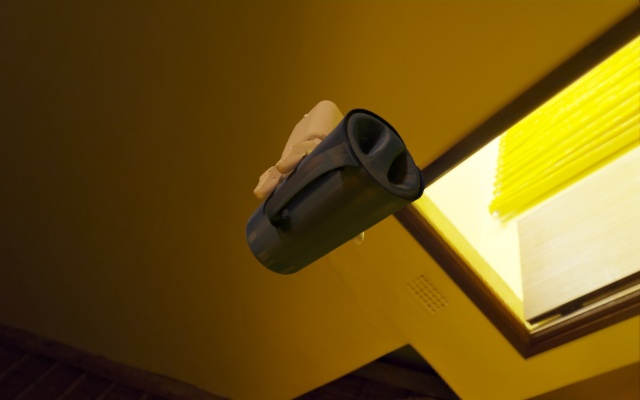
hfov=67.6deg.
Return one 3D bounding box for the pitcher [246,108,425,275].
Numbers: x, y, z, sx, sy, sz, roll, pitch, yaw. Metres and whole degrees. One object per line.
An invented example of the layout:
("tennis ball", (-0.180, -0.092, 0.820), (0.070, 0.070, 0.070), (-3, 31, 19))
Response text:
("pitcher", (0.000, 0.002, 0.627), (0.149, 0.145, 0.243), (35, -52, -20))
